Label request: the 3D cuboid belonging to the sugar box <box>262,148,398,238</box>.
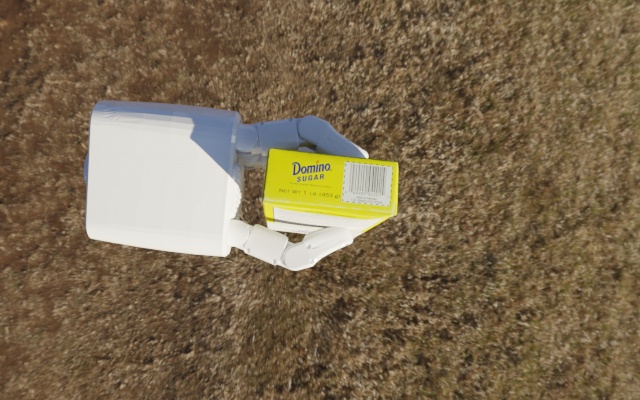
[{"bbox_3d":[0.000,0.001,0.408,0.093,0.048,0.176,7,-7,-5],"label":"sugar box"}]
